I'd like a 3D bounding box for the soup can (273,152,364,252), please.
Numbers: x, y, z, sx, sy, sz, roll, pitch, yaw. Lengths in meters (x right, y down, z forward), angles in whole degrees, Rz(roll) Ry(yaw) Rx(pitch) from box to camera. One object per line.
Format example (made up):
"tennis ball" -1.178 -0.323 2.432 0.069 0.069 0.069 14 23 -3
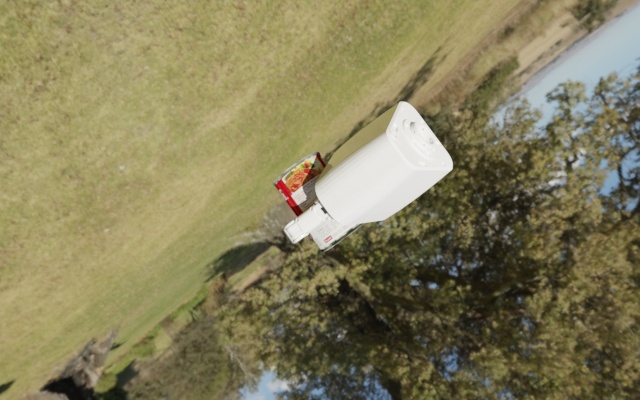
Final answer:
"soup can" 0.000 0.002 0.572 0.068 0.102 0.068 -36 -3 -2
